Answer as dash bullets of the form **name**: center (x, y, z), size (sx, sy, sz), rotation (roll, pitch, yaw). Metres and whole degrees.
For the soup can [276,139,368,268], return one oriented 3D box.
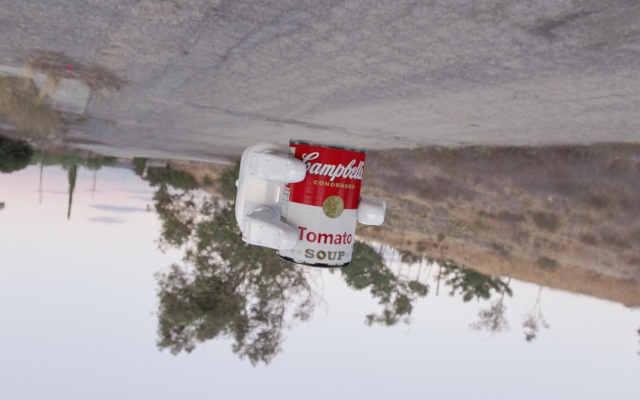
- **soup can**: center (0.000, 0.002, 0.415), size (0.068, 0.102, 0.068), rotation (8, 5, -1)
